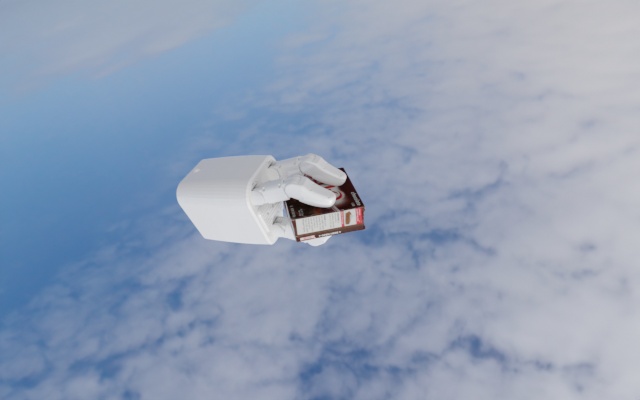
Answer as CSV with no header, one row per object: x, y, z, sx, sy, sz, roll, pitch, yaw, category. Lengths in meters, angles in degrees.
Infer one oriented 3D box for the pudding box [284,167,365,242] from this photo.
0.000,0.002,0.607,0.090,0.039,0.113,-11,33,-7,pudding box
